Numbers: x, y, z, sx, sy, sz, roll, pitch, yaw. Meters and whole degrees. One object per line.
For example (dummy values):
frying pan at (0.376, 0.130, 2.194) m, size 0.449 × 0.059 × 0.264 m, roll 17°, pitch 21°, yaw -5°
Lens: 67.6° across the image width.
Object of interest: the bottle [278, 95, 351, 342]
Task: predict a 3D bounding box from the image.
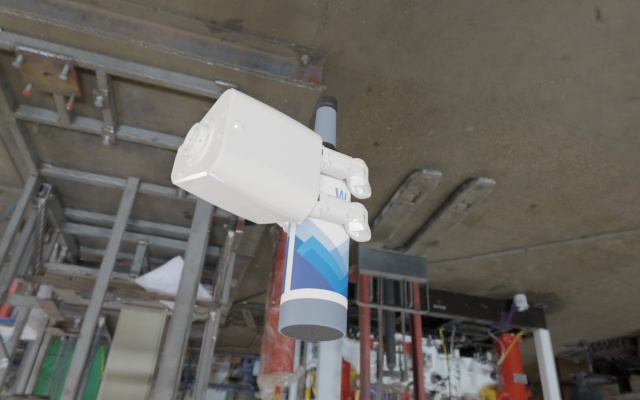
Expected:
bottle at (0.000, 0.002, 0.536) m, size 0.069 × 0.295 × 0.069 m, roll 3°, pitch -30°, yaw 2°
